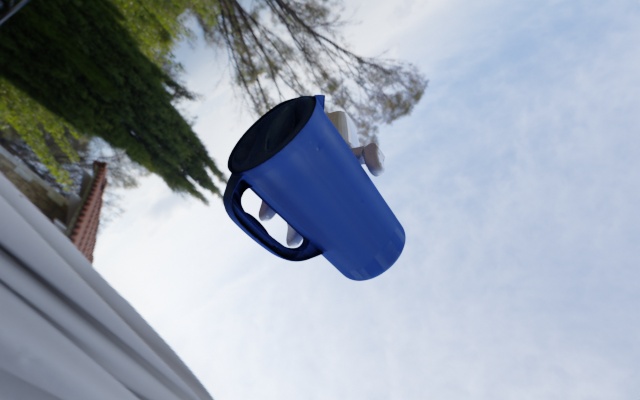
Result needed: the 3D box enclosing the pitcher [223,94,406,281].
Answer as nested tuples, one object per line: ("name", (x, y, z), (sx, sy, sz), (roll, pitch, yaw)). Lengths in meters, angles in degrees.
("pitcher", (0.000, 0.002, 0.610), (0.149, 0.243, 0.145), (-29, 31, 20))
